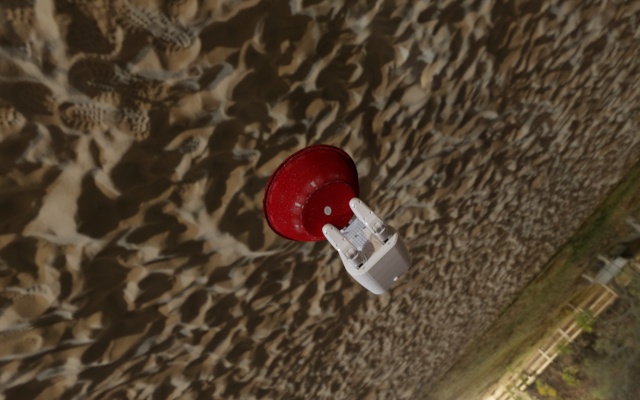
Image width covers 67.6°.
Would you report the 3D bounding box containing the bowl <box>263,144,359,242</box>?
[{"bbox_3d":[-0.001,0.002,0.696,0.162,0.162,0.055,0,27,-32],"label":"bowl"}]
